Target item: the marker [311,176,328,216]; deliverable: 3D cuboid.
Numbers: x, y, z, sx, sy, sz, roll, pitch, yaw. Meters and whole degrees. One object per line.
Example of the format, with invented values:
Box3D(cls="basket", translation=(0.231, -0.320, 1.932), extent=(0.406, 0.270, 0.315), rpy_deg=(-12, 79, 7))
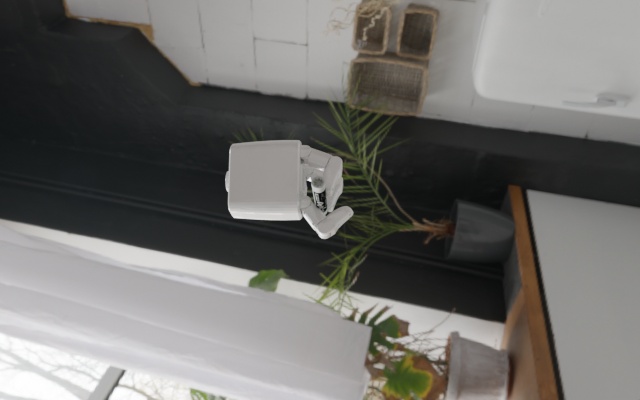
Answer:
Box3D(cls="marker", translation=(0.000, 0.002, 0.693), extent=(0.020, 0.020, 0.121), rpy_deg=(0, -27, 4))
